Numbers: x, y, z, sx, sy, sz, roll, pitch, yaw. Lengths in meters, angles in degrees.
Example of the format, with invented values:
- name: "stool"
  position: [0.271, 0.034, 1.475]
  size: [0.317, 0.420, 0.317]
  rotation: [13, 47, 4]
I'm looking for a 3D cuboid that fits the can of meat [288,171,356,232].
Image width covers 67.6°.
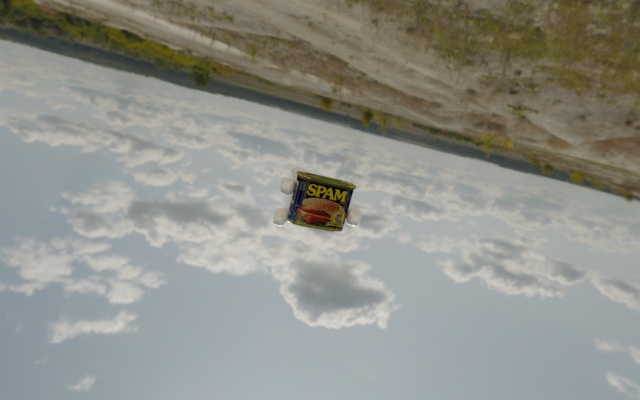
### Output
- name: "can of meat"
  position: [0.000, 0.003, 0.813]
  size: [0.102, 0.084, 0.057]
  rotation: [12, 11, -17]
